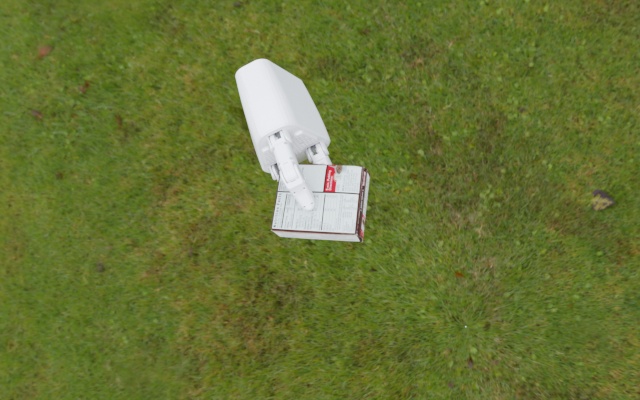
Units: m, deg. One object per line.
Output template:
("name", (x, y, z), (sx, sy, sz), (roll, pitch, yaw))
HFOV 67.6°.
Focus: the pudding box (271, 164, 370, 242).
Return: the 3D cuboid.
("pudding box", (0.000, 0.002, 0.591), (0.113, 0.090, 0.039), (2, -15, 18))
